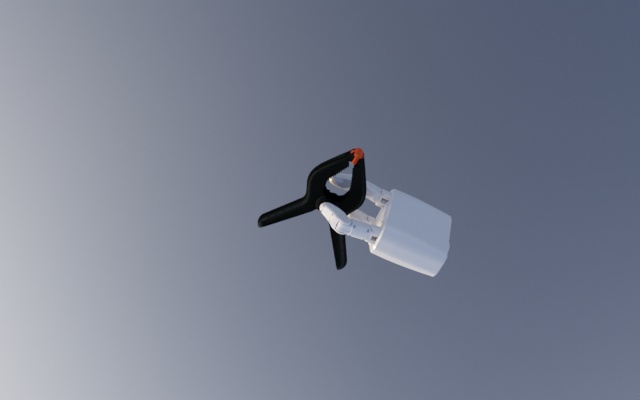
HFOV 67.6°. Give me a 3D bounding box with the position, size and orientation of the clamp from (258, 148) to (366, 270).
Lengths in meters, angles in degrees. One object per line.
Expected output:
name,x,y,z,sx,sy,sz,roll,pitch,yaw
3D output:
clamp,0.000,0.003,0.754,0.164,0.210,0.036,22,29,-3
